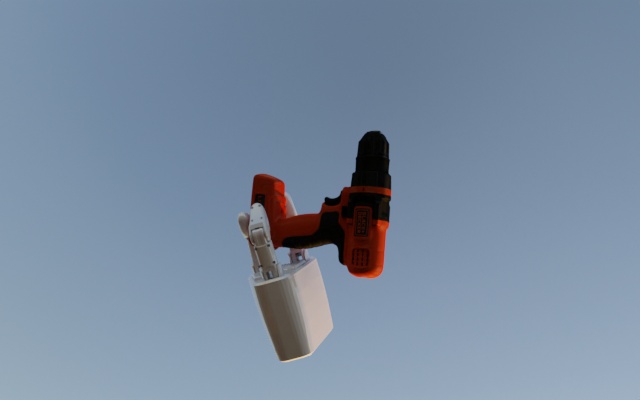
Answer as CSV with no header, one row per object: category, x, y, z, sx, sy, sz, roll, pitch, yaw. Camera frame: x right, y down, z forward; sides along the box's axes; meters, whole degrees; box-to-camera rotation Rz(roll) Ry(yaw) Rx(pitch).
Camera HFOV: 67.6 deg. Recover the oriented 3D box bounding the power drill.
power drill,0.000,0.002,0.623,0.187,0.184,0.057,1,-8,27
